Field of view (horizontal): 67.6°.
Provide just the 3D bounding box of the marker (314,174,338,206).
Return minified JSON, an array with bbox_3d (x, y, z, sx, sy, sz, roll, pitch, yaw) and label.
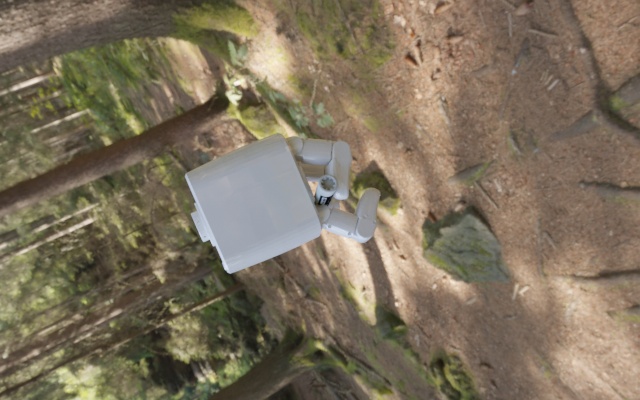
[{"bbox_3d":[0.000,0.002,0.514,0.020,0.020,0.121,0,-17,-7],"label":"marker"}]
